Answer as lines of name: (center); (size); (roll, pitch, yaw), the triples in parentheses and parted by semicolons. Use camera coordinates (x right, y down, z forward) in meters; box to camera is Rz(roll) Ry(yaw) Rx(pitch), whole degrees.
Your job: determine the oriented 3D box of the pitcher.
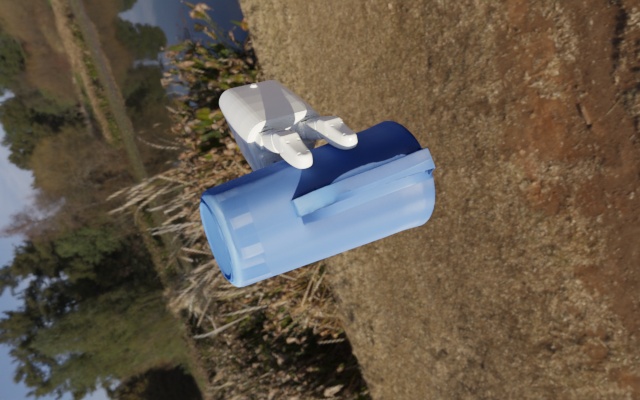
pitcher: (0.000, 0.002, 0.528); (0.243, 0.149, 0.145); (-20, 44, -22)
